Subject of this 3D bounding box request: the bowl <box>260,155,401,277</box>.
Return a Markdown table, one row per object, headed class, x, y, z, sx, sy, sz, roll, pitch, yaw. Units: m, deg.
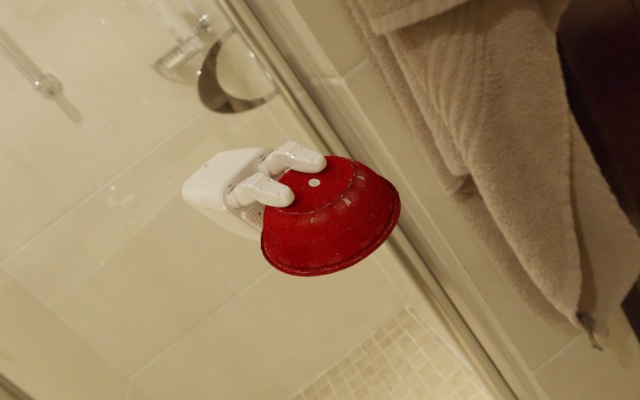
| class | x | y | z | sx | sy | sz | roll | pitch | yaw |
| --- | --- | --- | --- | --- | --- | --- | --- | --- | --- |
| bowl | 0.001 | 0.001 | 0.506 | 0.162 | 0.055 | 0.162 | -15 | 38 | 12 |
